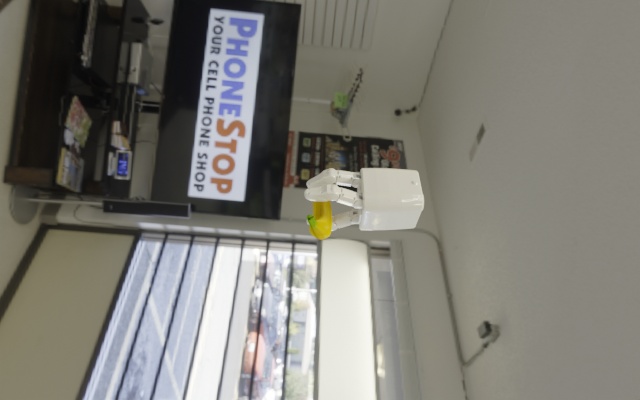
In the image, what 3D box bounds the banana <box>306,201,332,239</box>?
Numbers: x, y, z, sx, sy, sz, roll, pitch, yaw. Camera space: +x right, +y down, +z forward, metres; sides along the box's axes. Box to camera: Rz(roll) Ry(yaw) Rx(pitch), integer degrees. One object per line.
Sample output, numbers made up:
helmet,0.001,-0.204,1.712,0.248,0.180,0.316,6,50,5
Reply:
banana,0.002,0.021,0.869,0.037,0.070,0.197,-4,21,4
